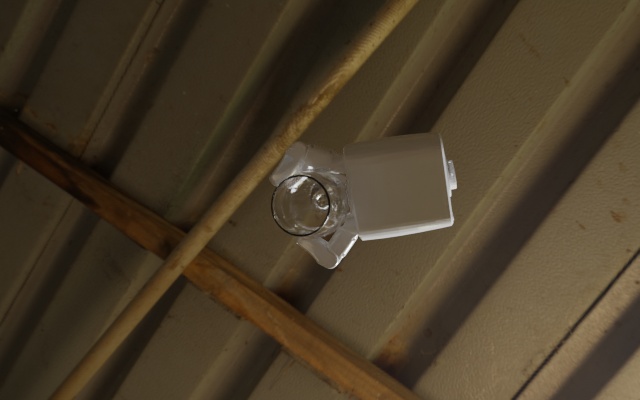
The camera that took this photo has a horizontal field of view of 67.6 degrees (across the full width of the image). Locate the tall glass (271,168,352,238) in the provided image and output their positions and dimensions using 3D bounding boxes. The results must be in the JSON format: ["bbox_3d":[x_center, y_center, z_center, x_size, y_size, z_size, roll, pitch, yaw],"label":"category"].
[{"bbox_3d":[0.000,0.002,0.572,0.079,0.079,0.201,0,2,12],"label":"tall glass"}]
